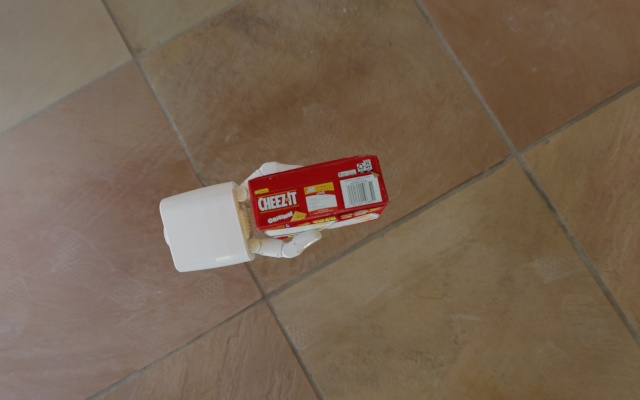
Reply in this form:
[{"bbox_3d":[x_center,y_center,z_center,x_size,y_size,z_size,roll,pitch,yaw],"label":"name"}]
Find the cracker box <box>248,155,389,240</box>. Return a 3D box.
[{"bbox_3d":[0.000,0.002,0.673,0.164,0.072,0.214,-12,-8,1],"label":"cracker box"}]
